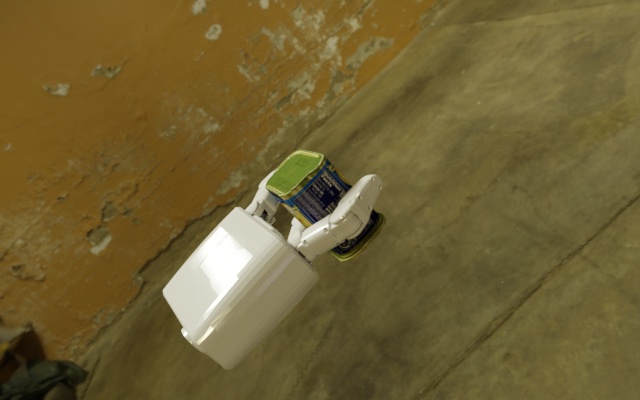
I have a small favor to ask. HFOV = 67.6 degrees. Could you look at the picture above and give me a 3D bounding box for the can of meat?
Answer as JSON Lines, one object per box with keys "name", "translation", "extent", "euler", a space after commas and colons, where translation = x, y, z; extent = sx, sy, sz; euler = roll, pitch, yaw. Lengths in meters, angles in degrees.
{"name": "can of meat", "translation": [0.000, 0.001, 0.444], "extent": [0.084, 0.057, 0.102], "euler": [46, -8, -19]}
